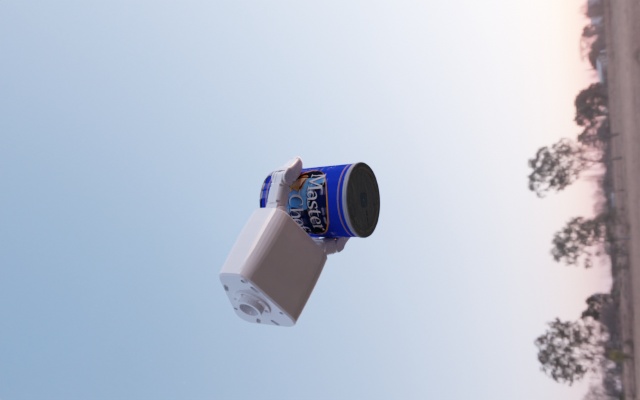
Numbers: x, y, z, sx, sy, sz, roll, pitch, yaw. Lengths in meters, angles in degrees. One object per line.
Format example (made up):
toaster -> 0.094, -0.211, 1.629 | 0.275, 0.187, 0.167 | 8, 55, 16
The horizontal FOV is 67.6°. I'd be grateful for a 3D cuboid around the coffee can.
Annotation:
coffee can -> 0.000, 0.002, 0.676 | 0.140, 0.103, 0.103 | -3, -2, 31
